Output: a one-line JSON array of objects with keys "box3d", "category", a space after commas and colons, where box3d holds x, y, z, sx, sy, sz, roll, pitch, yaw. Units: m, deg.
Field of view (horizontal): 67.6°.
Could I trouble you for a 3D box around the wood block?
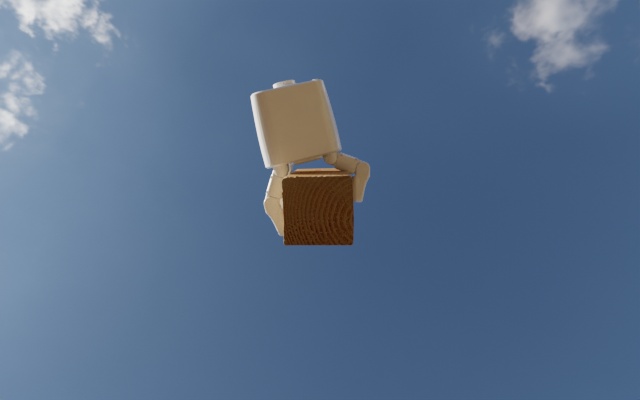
[{"box3d": [0.000, 0.002, 0.699, 0.091, 0.090, 0.206, -1, 7, 2], "category": "wood block"}]
